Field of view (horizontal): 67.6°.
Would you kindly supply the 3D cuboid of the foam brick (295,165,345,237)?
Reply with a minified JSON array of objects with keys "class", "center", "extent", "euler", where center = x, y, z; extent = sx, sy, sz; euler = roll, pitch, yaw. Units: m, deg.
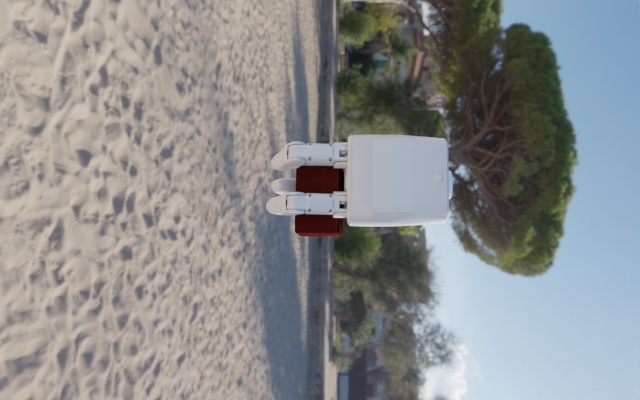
[{"class":"foam brick","center":[0.000,0.002,0.550],"extent":[0.051,0.078,0.053],"euler":[1,-7,7]}]
